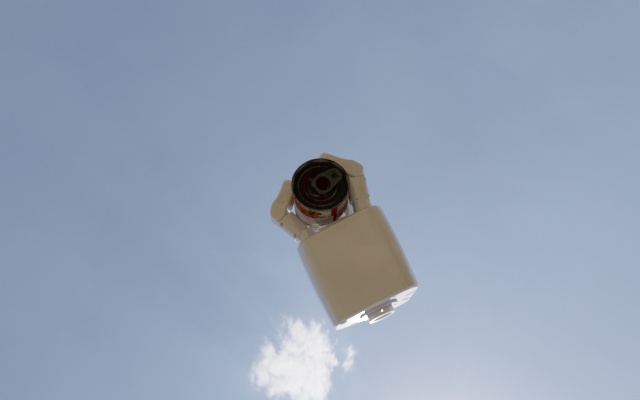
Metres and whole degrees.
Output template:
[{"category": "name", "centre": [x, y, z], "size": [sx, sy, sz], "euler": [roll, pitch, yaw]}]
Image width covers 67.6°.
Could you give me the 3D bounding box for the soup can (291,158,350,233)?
[{"category": "soup can", "centre": [0.000, 0.002, 0.593], "size": [0.068, 0.068, 0.102], "euler": [0, -25, 0]}]
